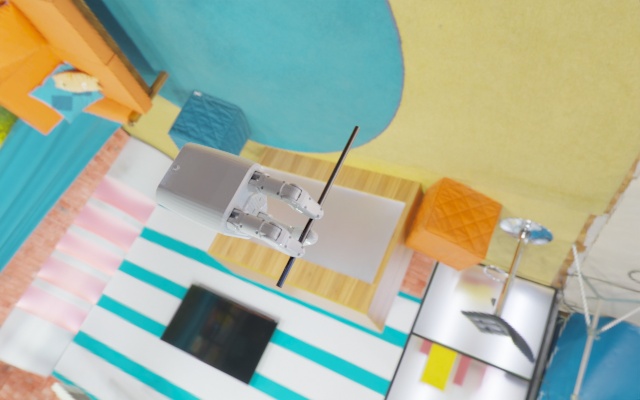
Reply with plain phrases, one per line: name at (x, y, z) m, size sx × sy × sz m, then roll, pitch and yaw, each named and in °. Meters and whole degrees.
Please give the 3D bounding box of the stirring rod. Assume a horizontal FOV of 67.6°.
stirring rod at (0.000, 0.002, 0.614) m, size 0.011 × 0.239 × 0.011 m, roll 23°, pitch -19°, yaw 9°
